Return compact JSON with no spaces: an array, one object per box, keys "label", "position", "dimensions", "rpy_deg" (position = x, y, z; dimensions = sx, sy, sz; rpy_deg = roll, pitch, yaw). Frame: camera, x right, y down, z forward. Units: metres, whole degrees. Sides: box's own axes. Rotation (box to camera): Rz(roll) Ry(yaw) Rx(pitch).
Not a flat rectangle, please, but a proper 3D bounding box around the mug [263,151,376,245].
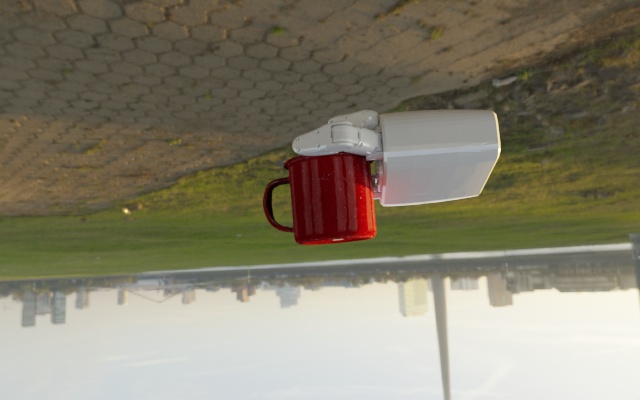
[{"label":"mug","position":[-0.001,0.002,0.477],"dimensions":[0.117,0.081,0.093],"rpy_deg":[-5,-8,4]}]
